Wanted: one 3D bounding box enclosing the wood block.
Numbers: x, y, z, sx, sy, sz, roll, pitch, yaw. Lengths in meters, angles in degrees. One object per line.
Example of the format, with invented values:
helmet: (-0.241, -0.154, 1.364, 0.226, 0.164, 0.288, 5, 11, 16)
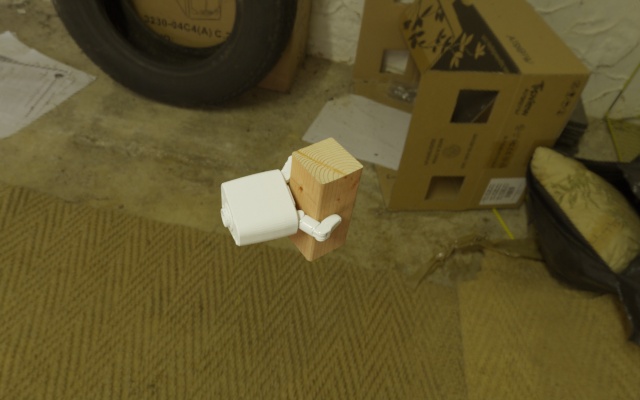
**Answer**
wood block: (0.000, 0.003, 0.870, 0.090, 0.206, 0.090, -25, 55, -28)
